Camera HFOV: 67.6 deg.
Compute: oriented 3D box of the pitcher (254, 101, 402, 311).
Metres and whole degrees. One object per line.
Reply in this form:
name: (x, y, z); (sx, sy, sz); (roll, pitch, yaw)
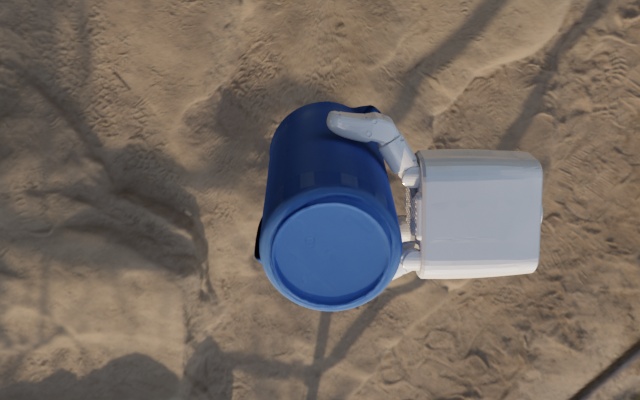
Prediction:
pitcher: (0.000, 0.001, 0.462); (0.145, 0.149, 0.242); (0, 23, 0)
